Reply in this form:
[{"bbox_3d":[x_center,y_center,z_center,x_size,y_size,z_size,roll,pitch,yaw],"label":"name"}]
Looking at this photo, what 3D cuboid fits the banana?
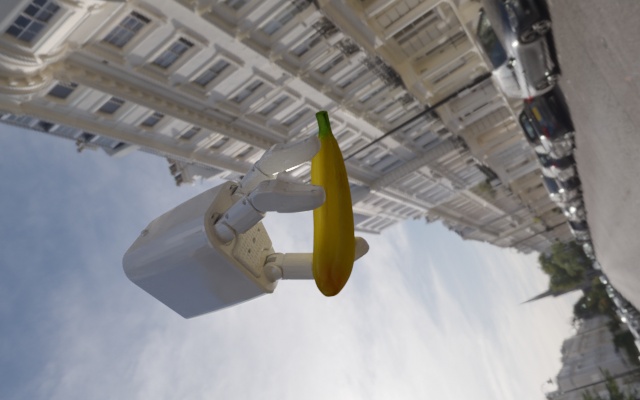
[{"bbox_3d":[0.007,0.009,0.435,0.037,0.197,0.070,-17,-40,15],"label":"banana"}]
